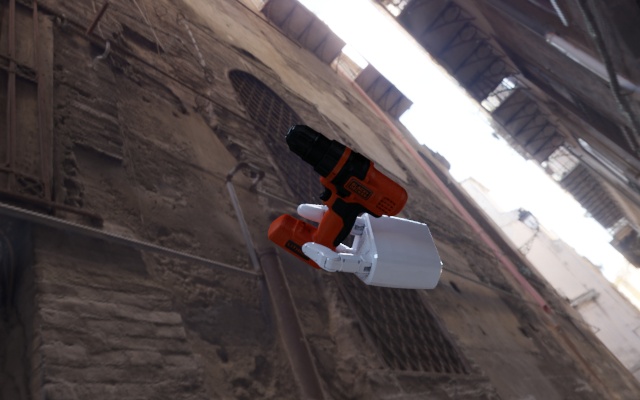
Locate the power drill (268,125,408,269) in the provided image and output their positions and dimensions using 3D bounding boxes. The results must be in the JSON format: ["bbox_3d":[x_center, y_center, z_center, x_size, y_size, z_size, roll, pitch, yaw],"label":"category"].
[{"bbox_3d":[0.000,0.003,0.673,0.184,0.188,0.057,34,37,-7],"label":"power drill"}]
